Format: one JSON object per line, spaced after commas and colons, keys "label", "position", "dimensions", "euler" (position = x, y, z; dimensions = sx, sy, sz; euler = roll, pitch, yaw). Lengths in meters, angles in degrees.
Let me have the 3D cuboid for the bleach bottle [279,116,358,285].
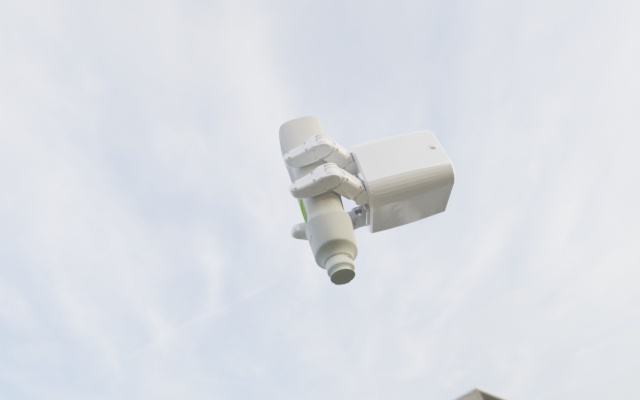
{"label": "bleach bottle", "position": [0.000, 0.002, 0.602], "dimensions": [0.068, 0.250, 0.103], "euler": [-15, -45, -1]}
